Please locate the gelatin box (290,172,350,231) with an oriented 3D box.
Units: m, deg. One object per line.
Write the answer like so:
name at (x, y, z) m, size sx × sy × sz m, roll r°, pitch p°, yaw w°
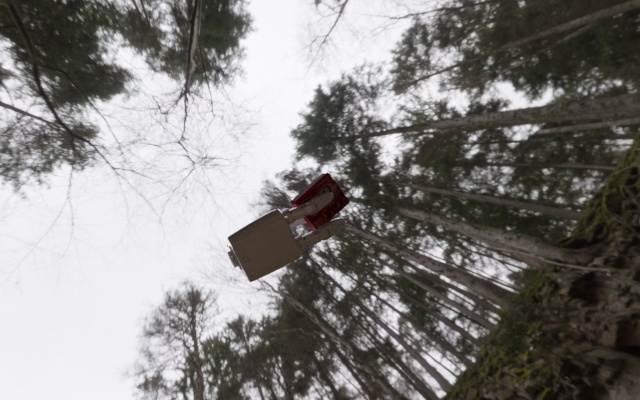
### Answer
gelatin box at (0.000, 0.003, 0.889) m, size 0.089 × 0.073 × 0.030 m, roll -42°, pitch 15°, yaw -18°
